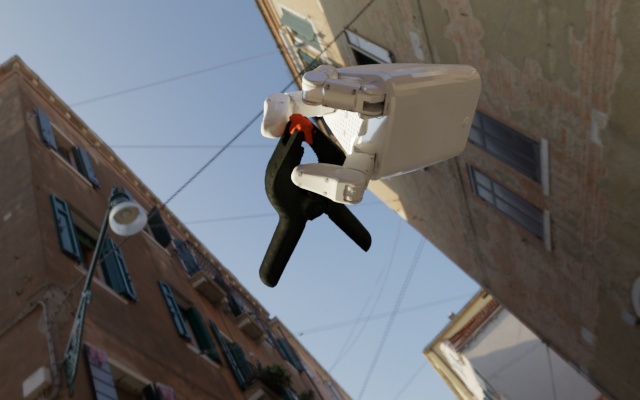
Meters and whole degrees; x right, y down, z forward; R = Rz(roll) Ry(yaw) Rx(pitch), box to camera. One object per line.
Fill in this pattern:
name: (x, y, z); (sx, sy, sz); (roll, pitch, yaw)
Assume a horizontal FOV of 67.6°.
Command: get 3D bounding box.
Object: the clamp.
clamp: (0.000, 0.001, 0.445); (0.120, 0.172, 0.039); (-15, 39, -27)
